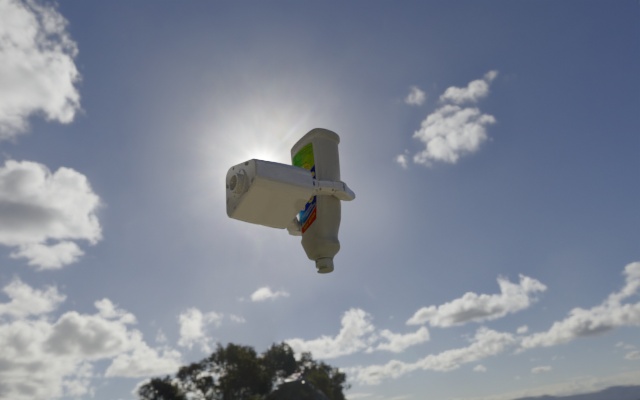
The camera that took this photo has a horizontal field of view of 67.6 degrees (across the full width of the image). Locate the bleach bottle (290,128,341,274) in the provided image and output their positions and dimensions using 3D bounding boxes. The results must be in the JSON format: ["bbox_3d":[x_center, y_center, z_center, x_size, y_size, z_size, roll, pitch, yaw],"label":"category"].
[{"bbox_3d":[0.000,0.003,0.848,0.068,0.250,0.102,13,-31,-35],"label":"bleach bottle"}]
